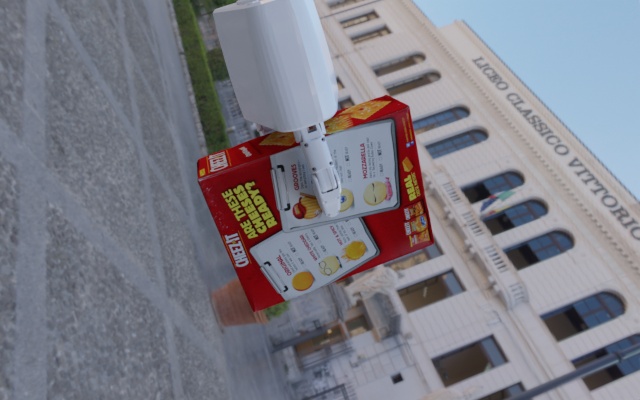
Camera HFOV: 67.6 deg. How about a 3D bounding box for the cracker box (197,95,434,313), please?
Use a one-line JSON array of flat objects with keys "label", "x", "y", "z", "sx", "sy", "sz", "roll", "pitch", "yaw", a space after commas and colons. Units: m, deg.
[{"label": "cracker box", "x": 0.000, "y": 0.002, "z": 0.507, "sx": 0.213, "sy": 0.164, "sz": 0.072, "roll": -20, "pitch": 26, "yaw": -6}]
